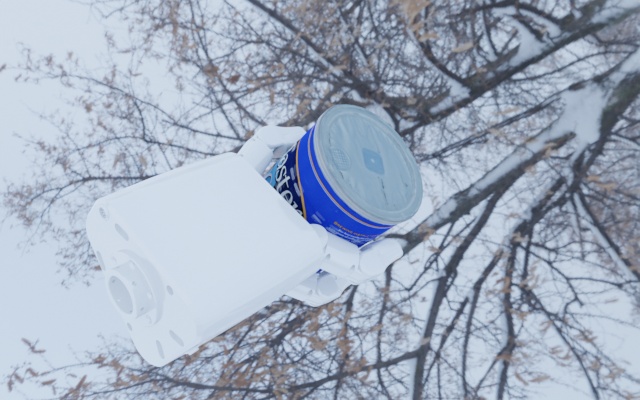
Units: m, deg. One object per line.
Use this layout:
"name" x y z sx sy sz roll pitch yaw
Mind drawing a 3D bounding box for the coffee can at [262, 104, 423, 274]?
"coffee can" 0.000 0.001 0.404 0.103 0.102 0.140 0 -27 -40
